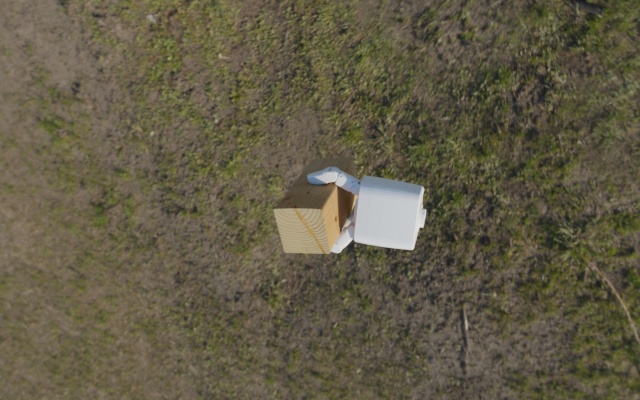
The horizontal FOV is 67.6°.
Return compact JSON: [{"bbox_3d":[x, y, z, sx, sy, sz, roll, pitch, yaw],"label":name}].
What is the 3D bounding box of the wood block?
[{"bbox_3d":[0.000,0.003,0.889,0.090,0.091,0.206,0,28,20],"label":"wood block"}]
